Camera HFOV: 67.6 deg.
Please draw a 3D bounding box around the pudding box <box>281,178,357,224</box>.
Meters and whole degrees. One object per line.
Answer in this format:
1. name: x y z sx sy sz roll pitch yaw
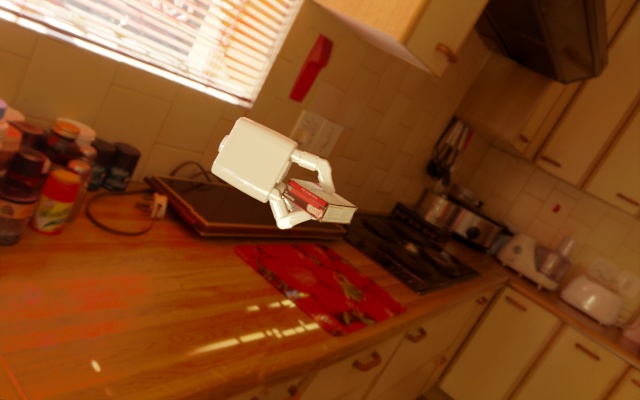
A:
1. pudding box: 0.000 0.003 0.818 0.090 0.039 0.113 34 14 27
